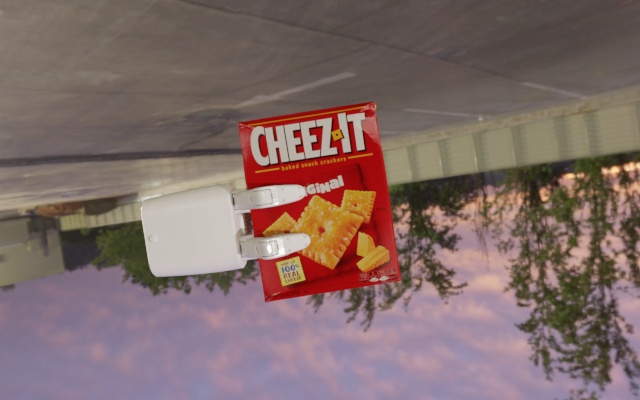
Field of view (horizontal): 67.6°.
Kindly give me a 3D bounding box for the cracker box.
[{"bbox_3d":[0.000,0.002,0.575,0.164,0.213,0.072,-9,1,2],"label":"cracker box"}]
